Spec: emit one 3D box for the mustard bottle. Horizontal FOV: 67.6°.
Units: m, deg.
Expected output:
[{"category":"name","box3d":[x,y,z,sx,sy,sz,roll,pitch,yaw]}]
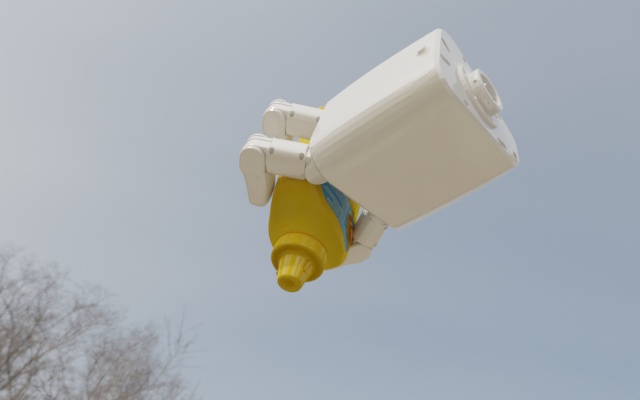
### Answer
[{"category":"mustard bottle","box3d":[0.000,0.001,0.407,0.058,0.096,0.191,-7,35,20]}]
